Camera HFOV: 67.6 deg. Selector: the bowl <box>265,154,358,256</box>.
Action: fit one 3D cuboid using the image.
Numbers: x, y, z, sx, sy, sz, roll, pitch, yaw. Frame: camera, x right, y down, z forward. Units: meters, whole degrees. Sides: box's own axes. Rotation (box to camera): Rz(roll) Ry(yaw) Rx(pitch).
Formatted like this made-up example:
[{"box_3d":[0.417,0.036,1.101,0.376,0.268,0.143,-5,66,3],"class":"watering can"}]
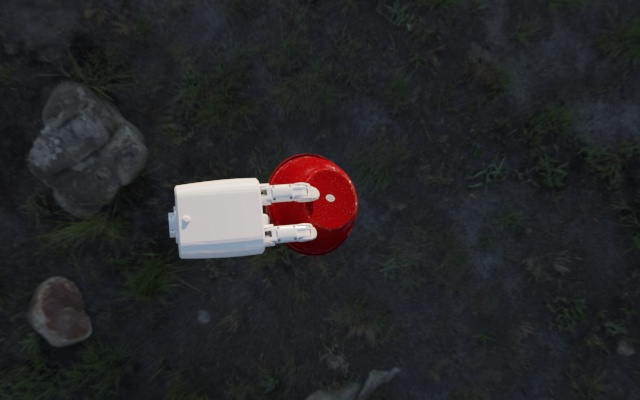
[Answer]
[{"box_3d":[0.001,0.002,0.724,0.162,0.162,0.055,0,-9,-31],"class":"bowl"}]
